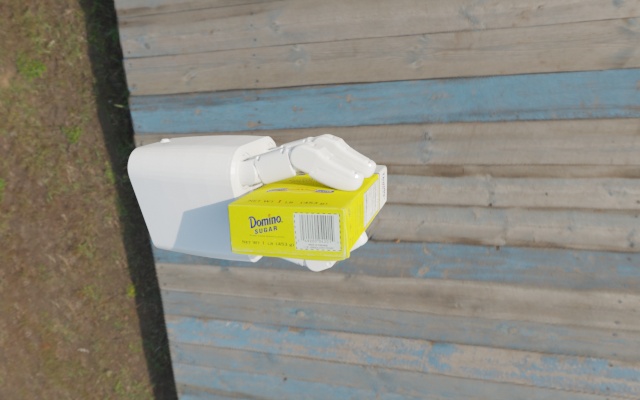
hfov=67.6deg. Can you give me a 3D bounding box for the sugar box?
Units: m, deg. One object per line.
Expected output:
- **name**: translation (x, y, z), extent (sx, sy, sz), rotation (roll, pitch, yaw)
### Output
- **sugar box**: translation (0.000, 0.001, 0.425), extent (0.093, 0.048, 0.176), rotation (3, 17, 16)
